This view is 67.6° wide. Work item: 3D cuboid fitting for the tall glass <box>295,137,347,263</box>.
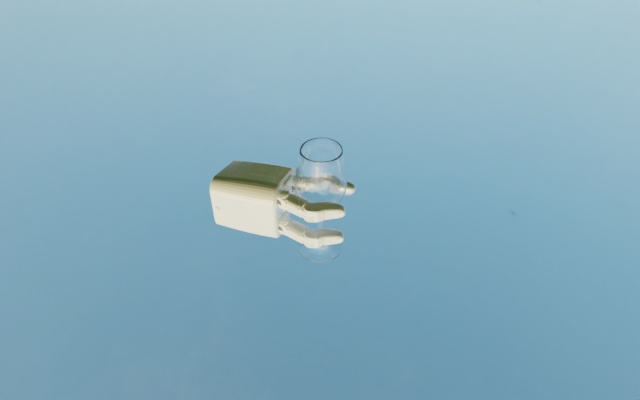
[{"bbox_3d":[0.000,0.003,0.742,0.079,0.201,0.079,1,41,-1],"label":"tall glass"}]
